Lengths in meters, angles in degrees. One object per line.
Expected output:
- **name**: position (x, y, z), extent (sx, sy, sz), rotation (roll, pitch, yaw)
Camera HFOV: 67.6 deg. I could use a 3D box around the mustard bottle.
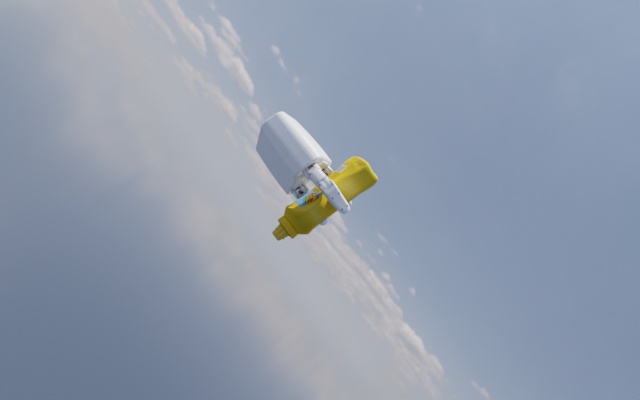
- **mustard bottle**: position (0.001, 0.003, 0.801), extent (0.191, 0.058, 0.096), rotation (-37, 15, -7)
